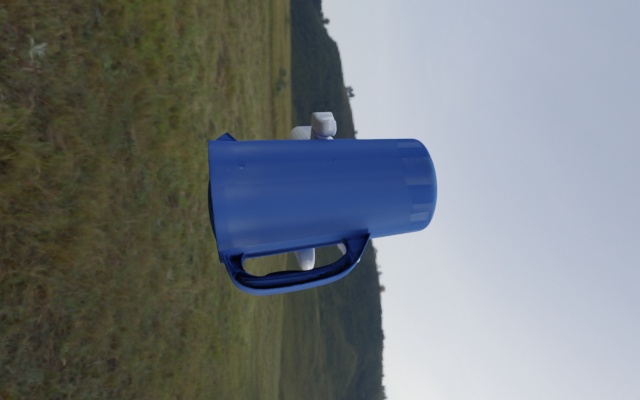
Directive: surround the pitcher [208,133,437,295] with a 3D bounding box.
[{"bbox_3d":[0.000,0.002,0.529,0.243,0.149,0.145,-5,19,-9],"label":"pitcher"}]
